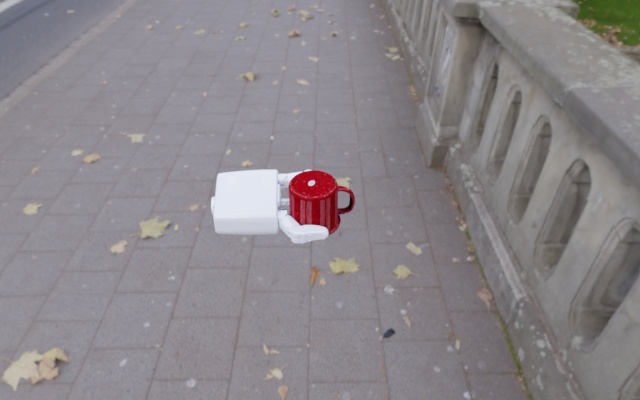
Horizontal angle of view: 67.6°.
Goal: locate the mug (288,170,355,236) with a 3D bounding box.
[{"bbox_3d":[0.002,0.002,0.803,0.117,0.082,0.093,-3,38,-3],"label":"mug"}]
